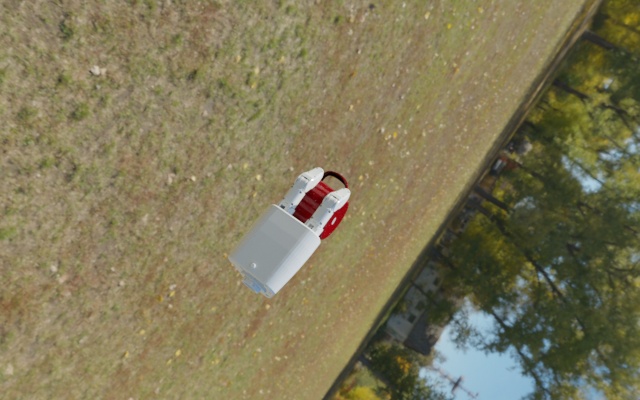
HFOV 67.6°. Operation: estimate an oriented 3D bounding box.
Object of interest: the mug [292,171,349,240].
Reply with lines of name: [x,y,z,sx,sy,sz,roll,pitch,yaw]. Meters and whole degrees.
mug: [0.001,0.002,0.794,0.081,0.117,0.093,35,-18,16]
